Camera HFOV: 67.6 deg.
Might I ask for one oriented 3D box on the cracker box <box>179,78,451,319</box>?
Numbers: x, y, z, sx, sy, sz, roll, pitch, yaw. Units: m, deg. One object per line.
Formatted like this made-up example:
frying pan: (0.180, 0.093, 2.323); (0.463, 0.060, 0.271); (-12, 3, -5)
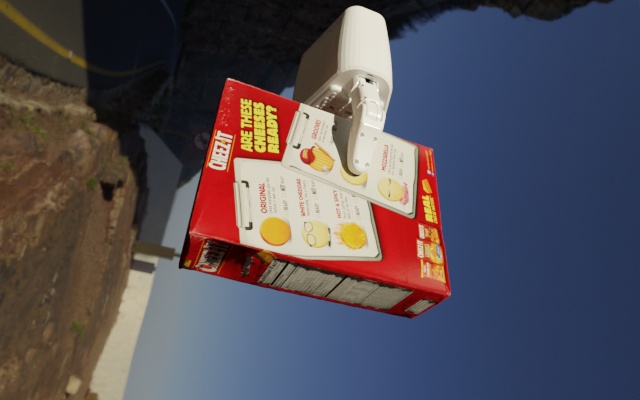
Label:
cracker box: (0.000, 0.001, 0.425); (0.214, 0.164, 0.072); (15, -38, -16)
